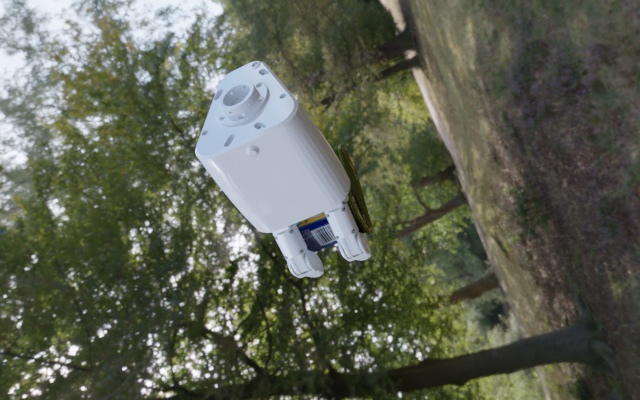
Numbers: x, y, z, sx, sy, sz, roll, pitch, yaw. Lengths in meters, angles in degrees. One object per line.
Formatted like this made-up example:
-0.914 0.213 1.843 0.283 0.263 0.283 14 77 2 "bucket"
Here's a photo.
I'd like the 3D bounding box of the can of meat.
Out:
0.000 0.002 0.504 0.084 0.102 0.057 -22 -41 12 "can of meat"
